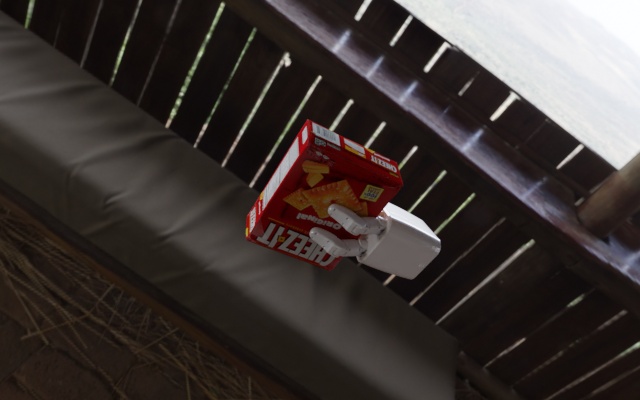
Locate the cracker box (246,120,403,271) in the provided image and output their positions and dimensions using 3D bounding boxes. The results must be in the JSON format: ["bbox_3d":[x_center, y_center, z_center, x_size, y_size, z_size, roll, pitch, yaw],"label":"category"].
[{"bbox_3d":[0.000,0.002,0.755,0.164,0.214,0.072,23,34,-20],"label":"cracker box"}]
